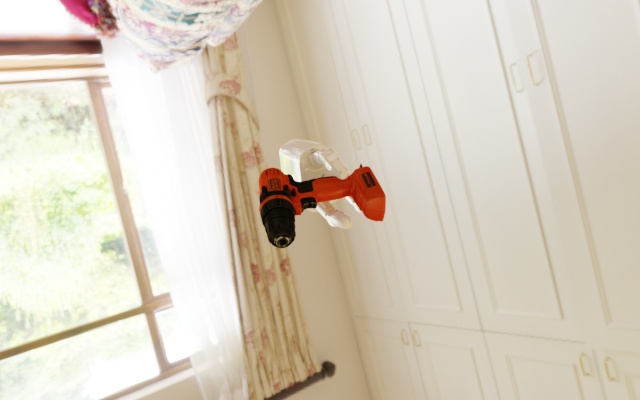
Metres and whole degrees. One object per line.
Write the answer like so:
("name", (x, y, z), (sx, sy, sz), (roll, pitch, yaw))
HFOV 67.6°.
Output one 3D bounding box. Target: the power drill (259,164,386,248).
("power drill", (0.001, 0.002, 0.729), (0.187, 0.057, 0.184), (-3, 34, -10))
